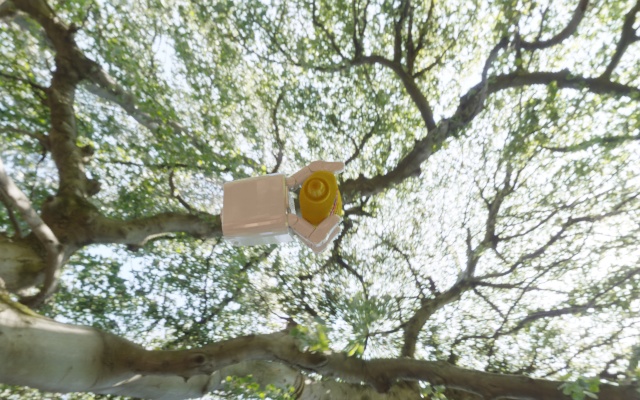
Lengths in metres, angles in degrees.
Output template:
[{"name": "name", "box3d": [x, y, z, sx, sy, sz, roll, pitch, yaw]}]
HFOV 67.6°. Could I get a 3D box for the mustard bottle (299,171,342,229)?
[{"name": "mustard bottle", "box3d": [0.000, 0.003, 0.800, 0.058, 0.096, 0.192, 16, -13, 10]}]
